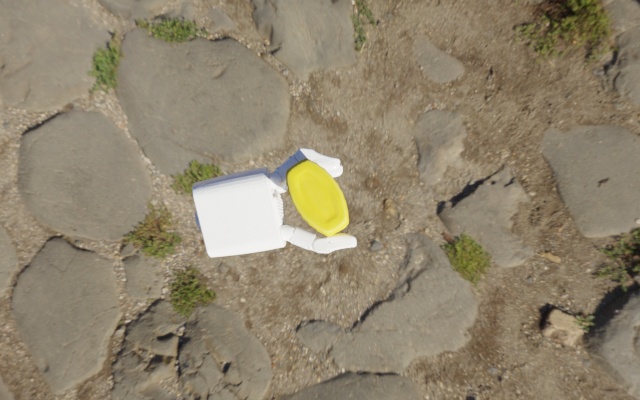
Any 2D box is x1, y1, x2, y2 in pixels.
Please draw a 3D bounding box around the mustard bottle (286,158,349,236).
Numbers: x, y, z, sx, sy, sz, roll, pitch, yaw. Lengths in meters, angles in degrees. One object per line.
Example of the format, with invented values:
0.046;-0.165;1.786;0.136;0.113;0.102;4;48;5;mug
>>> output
0.000;0.002;0.655;0.058;0.096;0.191;-35;-5;0;mustard bottle
